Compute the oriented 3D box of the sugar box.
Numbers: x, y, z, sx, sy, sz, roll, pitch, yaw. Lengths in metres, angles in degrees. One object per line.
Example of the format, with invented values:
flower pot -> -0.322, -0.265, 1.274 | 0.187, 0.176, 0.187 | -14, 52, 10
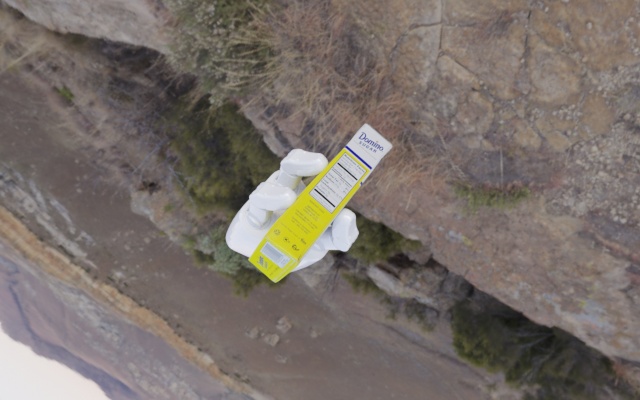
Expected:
sugar box -> 0.000, 0.001, 0.515 | 0.048, 0.176, 0.093 | 39, -28, -2
